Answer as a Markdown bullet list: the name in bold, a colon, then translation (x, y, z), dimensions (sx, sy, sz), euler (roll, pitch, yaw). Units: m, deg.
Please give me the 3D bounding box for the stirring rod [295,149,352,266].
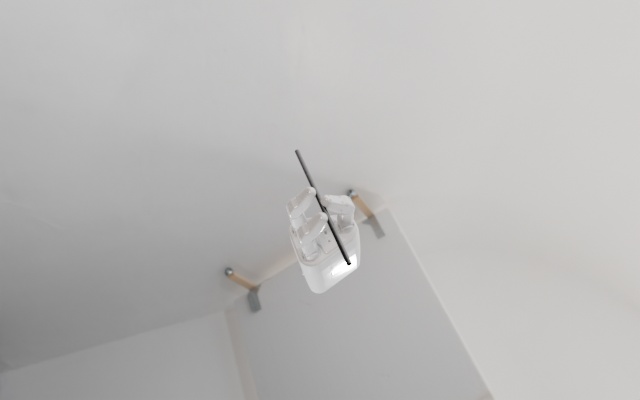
- **stirring rod**: translation (0.000, 0.002, 0.735), dimensions (0.011, 0.239, 0.011), euler (-15, -39, -13)
